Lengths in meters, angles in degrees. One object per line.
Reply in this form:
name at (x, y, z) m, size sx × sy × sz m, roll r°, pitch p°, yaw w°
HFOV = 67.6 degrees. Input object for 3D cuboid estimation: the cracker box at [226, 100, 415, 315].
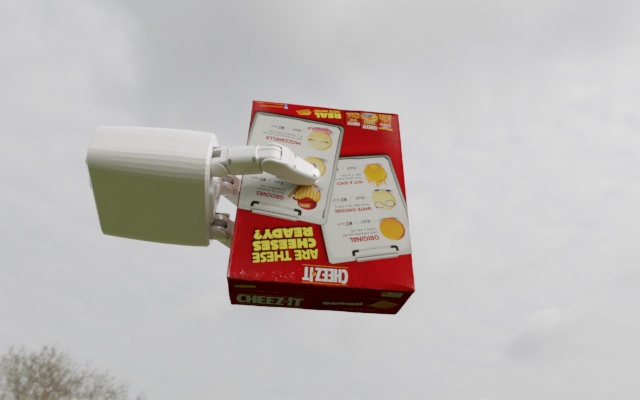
cracker box at (0.000, 0.001, 0.487) m, size 0.164 × 0.213 × 0.072 m, roll 5°, pitch -34°, yaw -5°
